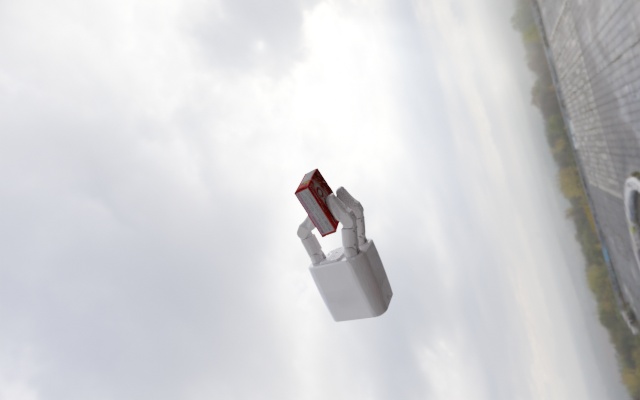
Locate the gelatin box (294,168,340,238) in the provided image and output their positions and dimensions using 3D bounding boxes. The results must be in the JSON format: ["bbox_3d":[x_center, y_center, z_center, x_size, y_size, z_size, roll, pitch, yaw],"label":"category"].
[{"bbox_3d":[0.000,0.002,0.758,0.030,0.089,0.073,-25,19,24],"label":"gelatin box"}]
